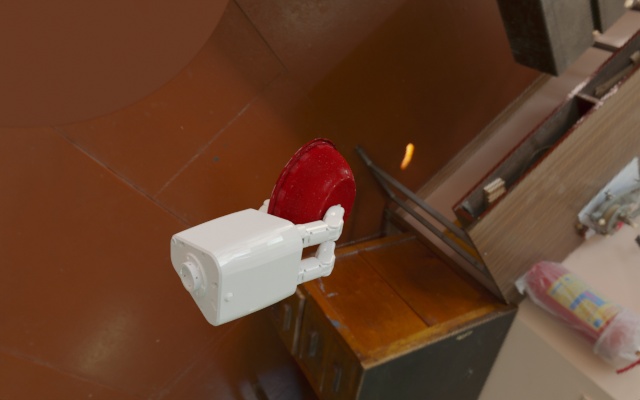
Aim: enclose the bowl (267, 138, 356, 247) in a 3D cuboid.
[{"bbox_3d":[0.001,0.002,0.637,0.055,0.162,0.162,25,11,26],"label":"bowl"}]
